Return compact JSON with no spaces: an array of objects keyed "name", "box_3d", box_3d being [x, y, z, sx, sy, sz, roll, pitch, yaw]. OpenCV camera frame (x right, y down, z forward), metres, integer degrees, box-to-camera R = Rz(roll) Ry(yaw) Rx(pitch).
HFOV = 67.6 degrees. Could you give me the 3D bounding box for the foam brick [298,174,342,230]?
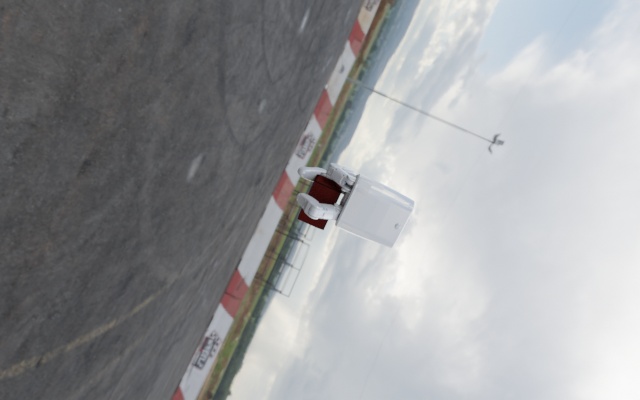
[{"name":"foam brick","box_3d":[0.000,0.003,0.832,0.051,0.078,0.053,24,18,-2]}]
